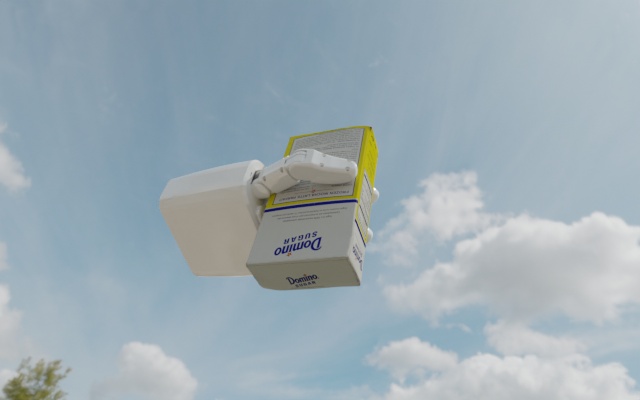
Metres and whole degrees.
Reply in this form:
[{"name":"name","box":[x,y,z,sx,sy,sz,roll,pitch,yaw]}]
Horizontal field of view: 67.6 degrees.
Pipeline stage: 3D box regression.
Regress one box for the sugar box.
[{"name":"sugar box","box":[0.000,0.002,0.453,0.093,0.176,0.048,-6,-45,20]}]
